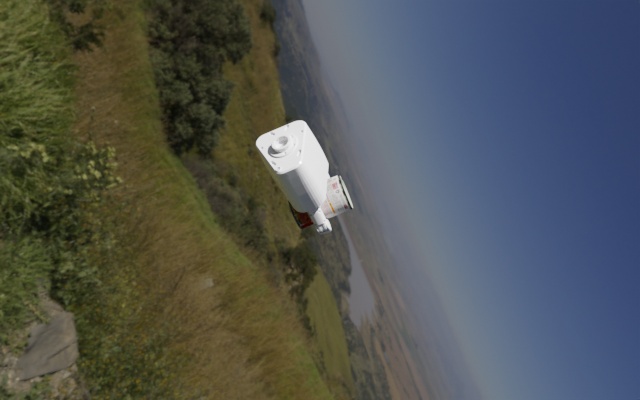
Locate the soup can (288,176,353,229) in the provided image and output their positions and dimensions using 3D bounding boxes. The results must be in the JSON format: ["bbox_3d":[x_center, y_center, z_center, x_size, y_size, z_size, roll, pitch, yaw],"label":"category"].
[{"bbox_3d":[0.001,0.003,0.868,0.102,0.068,0.068,-22,-3,7],"label":"soup can"}]
